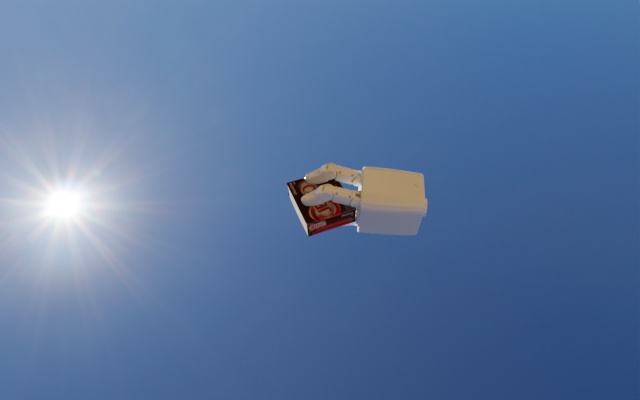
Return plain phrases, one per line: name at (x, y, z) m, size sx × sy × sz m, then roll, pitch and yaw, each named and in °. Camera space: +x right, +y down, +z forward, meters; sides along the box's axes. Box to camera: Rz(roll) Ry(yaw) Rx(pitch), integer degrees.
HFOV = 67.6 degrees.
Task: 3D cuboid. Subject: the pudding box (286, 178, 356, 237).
pudding box at (0.000, 0.003, 0.839) m, size 0.090 × 0.039 × 0.113 m, roll -17°, pitch 44°, yaw -14°
